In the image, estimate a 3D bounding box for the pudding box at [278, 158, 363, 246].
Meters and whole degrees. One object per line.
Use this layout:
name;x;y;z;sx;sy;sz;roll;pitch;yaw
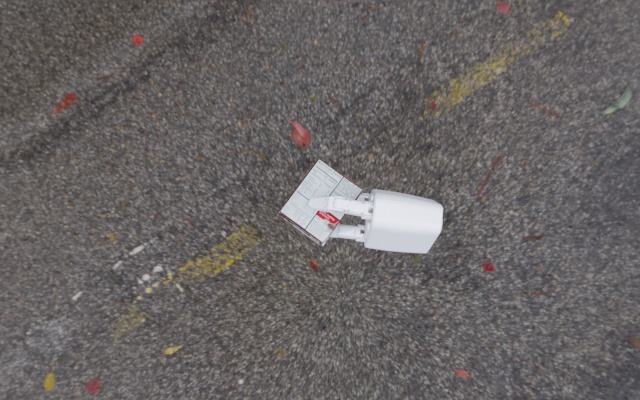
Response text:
pudding box;0.000;0.003;0.765;0.090;0.113;0.039;36;-9;4
